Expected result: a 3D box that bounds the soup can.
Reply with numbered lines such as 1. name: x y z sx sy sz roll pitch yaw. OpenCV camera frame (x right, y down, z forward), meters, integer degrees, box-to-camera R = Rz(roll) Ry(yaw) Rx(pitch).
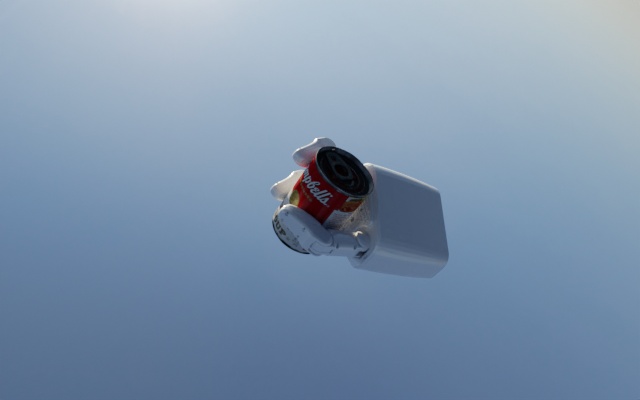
1. soup can: 0.000 0.002 0.506 0.068 0.068 0.102 0 -39 -40
